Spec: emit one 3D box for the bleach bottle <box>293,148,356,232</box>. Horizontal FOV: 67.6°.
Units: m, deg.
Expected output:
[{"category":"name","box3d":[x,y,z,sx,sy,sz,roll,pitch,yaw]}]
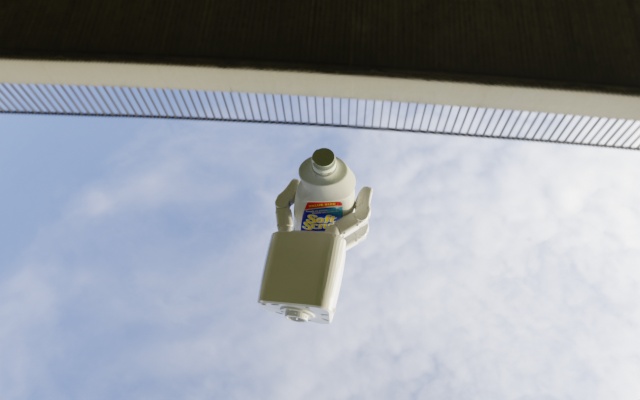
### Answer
[{"category":"bleach bottle","box3d":[0.000,0.002,0.709,0.102,0.068,0.251,8,-27,7]}]
